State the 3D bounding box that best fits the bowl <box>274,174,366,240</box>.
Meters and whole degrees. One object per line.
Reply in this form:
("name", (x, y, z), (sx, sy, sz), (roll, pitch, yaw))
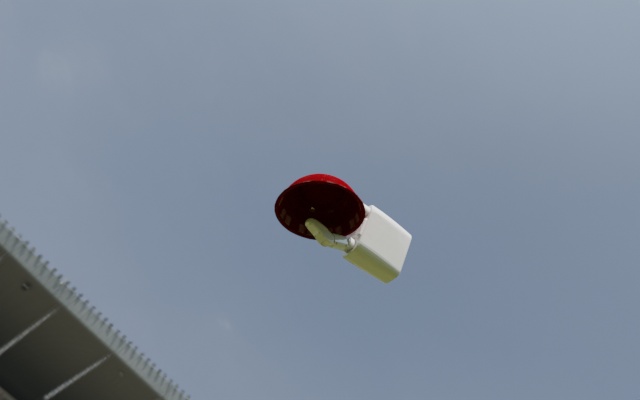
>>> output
("bowl", (-0.001, 0.002, 0.860), (0.162, 0.055, 0.162), (2, -41, 2))
